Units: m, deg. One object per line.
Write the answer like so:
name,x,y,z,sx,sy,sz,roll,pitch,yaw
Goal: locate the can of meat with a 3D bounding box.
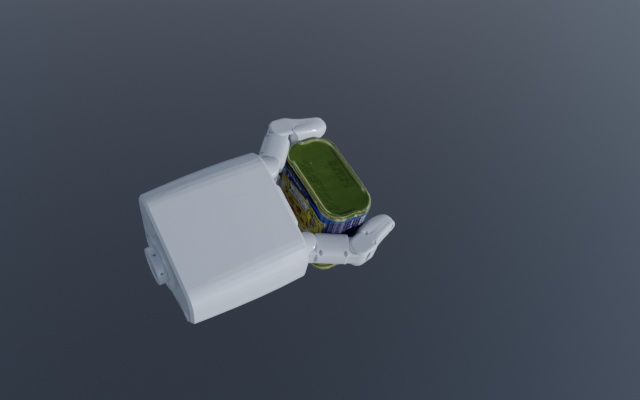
can of meat,0.000,0.001,0.469,0.057,0.102,0.084,-20,-31,-25
